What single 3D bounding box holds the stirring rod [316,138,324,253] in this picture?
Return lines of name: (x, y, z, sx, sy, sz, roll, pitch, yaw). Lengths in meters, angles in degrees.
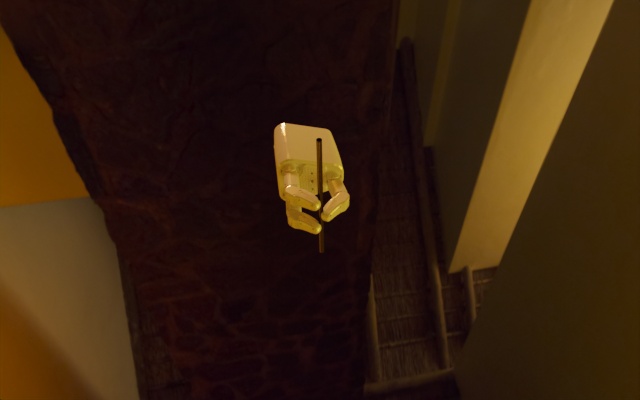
stirring rod: (0.000, 0.002, 0.723, 0.011, 0.011, 0.240, 0, -44, 1)
